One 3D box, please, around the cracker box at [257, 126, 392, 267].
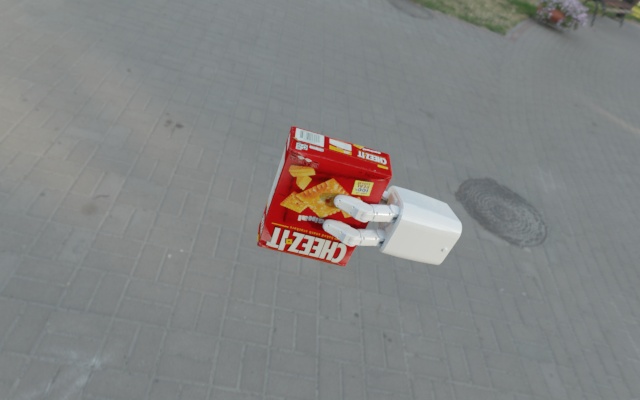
[{"bbox_3d":[0.000,0.002,0.782,0.164,0.214,0.072,15,38,-10],"label":"cracker box"}]
